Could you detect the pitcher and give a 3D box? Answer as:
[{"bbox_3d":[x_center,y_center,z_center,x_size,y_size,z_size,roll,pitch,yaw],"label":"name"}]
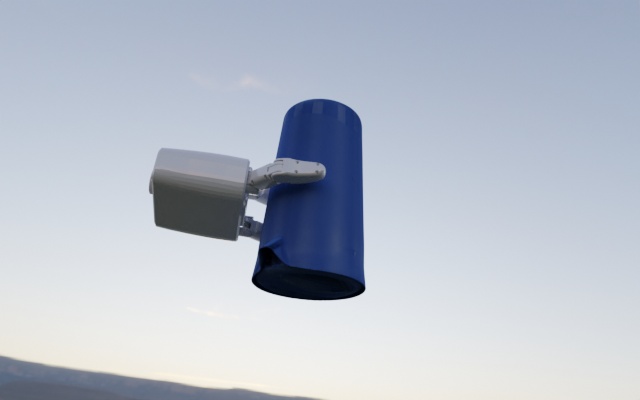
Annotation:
[{"bbox_3d":[0.000,0.002,0.610,0.145,0.242,0.149,8,-26,-6],"label":"pitcher"}]
